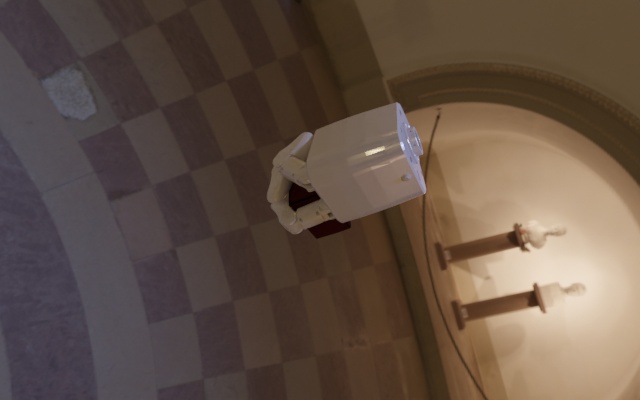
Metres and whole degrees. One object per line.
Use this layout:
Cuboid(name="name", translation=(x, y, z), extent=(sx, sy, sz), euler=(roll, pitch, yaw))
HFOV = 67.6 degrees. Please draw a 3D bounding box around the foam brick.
Cuboid(name="foam brick", translation=(0.000, 0.002, 0.605), extent=(0.051, 0.053, 0.078), euler=(-19, -45, 18))
